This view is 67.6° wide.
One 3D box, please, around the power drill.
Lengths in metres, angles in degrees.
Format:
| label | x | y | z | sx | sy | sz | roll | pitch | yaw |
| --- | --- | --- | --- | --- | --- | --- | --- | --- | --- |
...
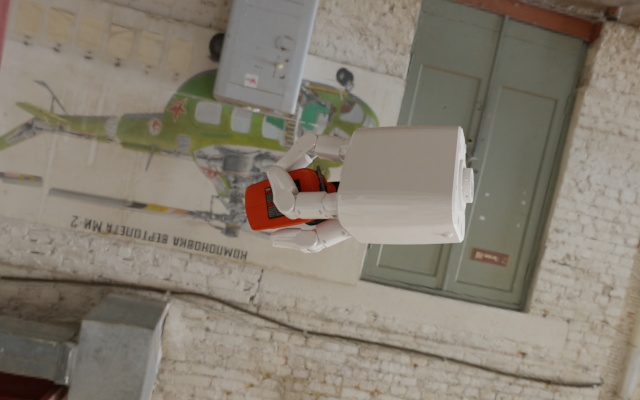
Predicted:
| label | x | y | z | sx | sy | sz | roll | pitch | yaw |
| --- | --- | --- | --- | --- | --- | --- | --- | --- | --- |
| power drill | 0.000 | 0.002 | 0.586 | 0.184 | 0.057 | 0.187 | -16 | -8 | 38 |
